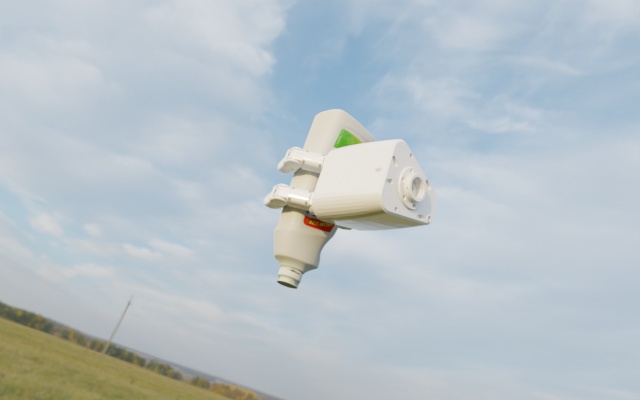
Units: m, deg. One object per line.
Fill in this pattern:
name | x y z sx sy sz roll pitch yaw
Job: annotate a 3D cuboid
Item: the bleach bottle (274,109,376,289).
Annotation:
bleach bottle | 0.000 0.002 0.661 0.068 0.250 0.103 -5 -32 44
